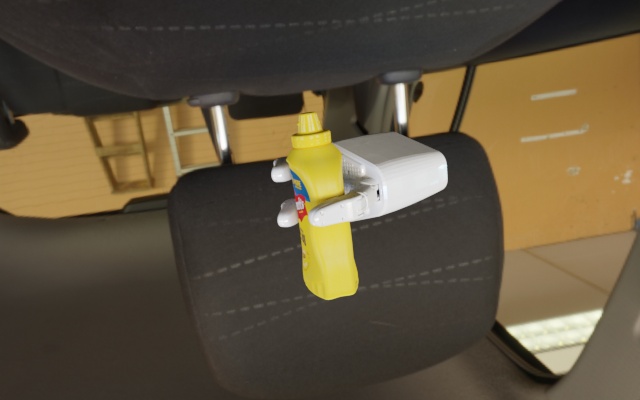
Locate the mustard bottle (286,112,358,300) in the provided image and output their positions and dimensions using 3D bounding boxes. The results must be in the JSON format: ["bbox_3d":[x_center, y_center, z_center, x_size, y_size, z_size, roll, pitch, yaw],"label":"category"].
[{"bbox_3d":[0.000,0.002,0.514,0.058,0.192,0.096,-10,15,-9],"label":"mustard bottle"}]
